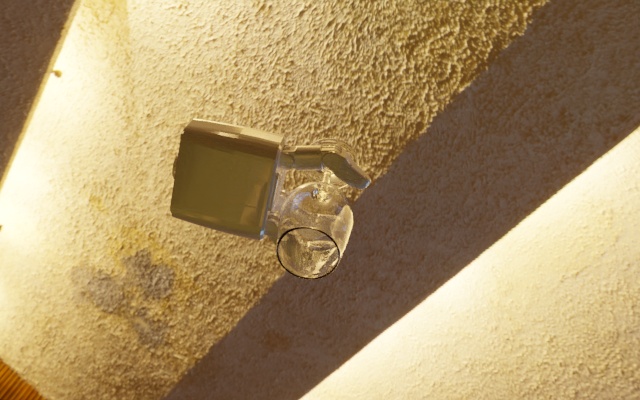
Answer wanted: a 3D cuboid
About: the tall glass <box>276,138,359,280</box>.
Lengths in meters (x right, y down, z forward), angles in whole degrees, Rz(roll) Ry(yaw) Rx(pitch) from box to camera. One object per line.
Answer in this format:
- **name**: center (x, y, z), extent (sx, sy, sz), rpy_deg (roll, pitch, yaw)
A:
- **tall glass**: center (0.000, 0.001, 0.537), extent (0.079, 0.079, 0.201), rpy_deg (0, 30, 8)
